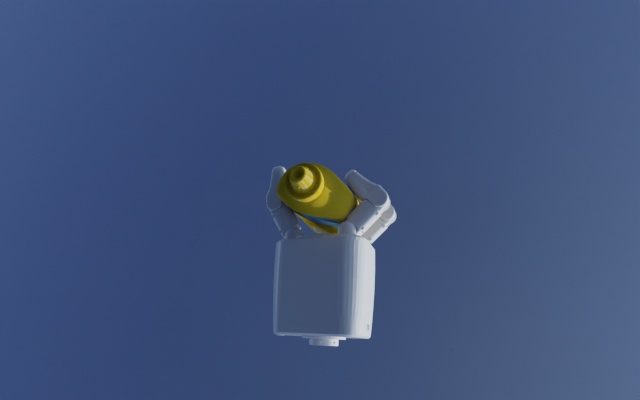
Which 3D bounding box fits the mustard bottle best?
[{"bbox_3d":[0.000,0.002,0.564,0.096,0.058,0.192,23,-9,21],"label":"mustard bottle"}]
